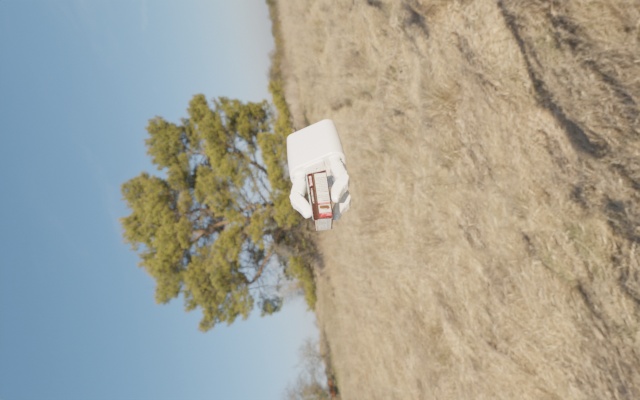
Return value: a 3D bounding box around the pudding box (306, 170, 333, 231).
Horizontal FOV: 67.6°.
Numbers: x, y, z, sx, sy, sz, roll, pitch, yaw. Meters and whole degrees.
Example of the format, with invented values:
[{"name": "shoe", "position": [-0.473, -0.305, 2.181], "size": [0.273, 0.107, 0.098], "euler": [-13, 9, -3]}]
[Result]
[{"name": "pudding box", "position": [0.000, 0.003, 0.884], "size": [0.039, 0.090, 0.113], "euler": [-9, -13, 1]}]
